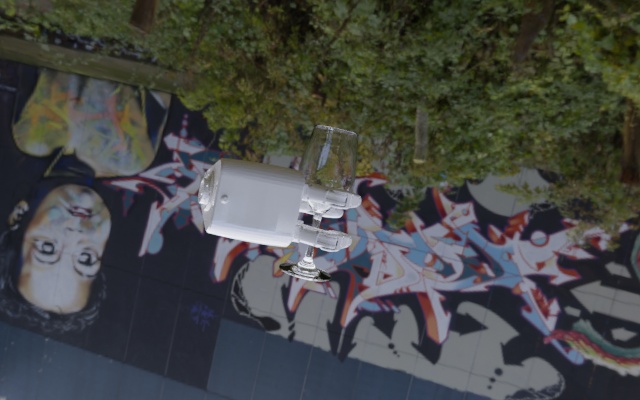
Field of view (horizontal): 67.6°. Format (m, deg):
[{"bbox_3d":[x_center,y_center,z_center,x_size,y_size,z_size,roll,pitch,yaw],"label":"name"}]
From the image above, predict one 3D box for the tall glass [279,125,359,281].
[{"bbox_3d":[0.000,0.003,0.649,0.079,0.201,0.079,13,5,-1],"label":"tall glass"}]
